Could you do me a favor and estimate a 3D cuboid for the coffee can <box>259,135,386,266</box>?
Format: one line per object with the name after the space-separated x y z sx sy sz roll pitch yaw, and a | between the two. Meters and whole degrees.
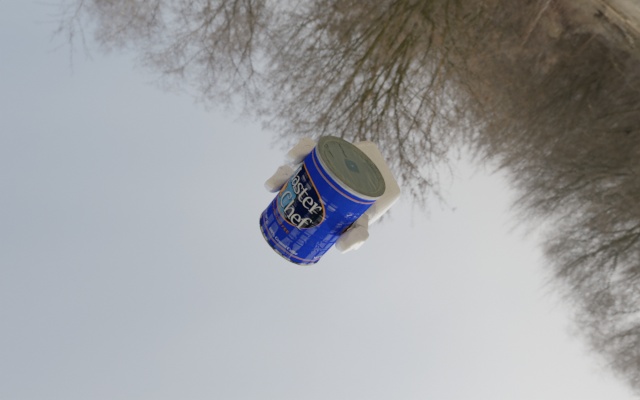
0.000 0.002 0.614 0.103 0.102 0.140 0 -40 -48 | coffee can
